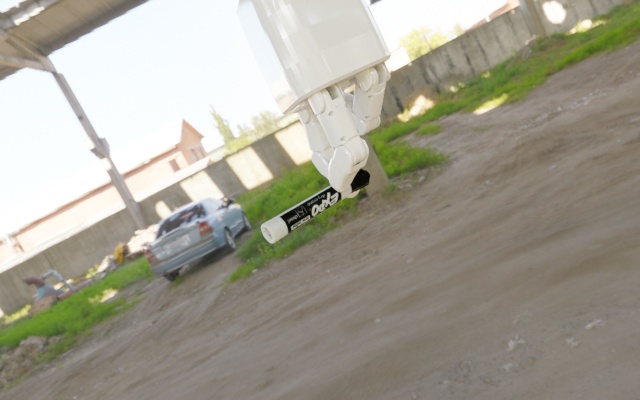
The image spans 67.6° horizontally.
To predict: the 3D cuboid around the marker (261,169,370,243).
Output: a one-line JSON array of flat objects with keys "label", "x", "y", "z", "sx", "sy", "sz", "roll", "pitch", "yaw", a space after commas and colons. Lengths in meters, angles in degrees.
[{"label": "marker", "x": 0.000, "y": 0.001, "z": 0.432, "sx": 0.121, "sy": 0.020, "sz": 0.020, "roll": -31, "pitch": 16, "yaw": -29}]
